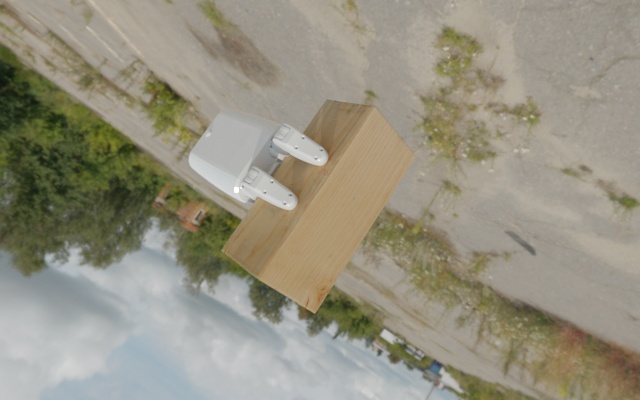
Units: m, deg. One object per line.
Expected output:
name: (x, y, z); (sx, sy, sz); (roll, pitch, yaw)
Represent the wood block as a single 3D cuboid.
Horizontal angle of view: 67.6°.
wood block: (0.000, 0.002, 0.523); (0.091, 0.206, 0.090); (41, -11, -38)
